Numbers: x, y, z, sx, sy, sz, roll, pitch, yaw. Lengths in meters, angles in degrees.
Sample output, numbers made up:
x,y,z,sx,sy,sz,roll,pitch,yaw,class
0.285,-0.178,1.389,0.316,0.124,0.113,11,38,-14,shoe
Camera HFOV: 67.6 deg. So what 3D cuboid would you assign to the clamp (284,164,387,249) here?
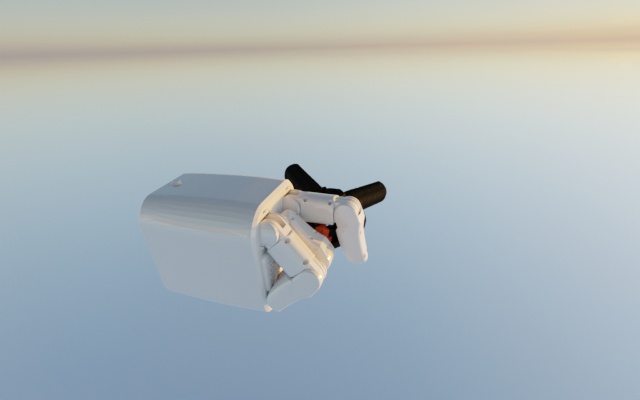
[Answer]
x,y,z,sx,sy,sz,roll,pitch,yaw,class
0.000,0.002,0.500,0.120,0.039,0.171,10,20,13,clamp
